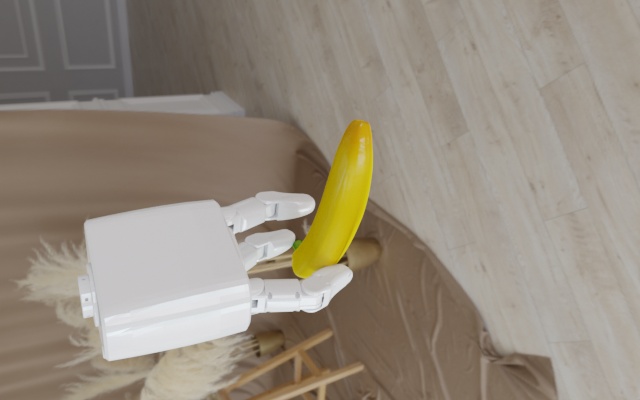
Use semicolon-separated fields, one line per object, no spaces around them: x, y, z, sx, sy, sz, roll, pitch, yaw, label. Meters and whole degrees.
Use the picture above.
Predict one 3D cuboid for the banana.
0.005;0.019;0.423;0.037;0.069;0.198;-5;-33;-26;banana
